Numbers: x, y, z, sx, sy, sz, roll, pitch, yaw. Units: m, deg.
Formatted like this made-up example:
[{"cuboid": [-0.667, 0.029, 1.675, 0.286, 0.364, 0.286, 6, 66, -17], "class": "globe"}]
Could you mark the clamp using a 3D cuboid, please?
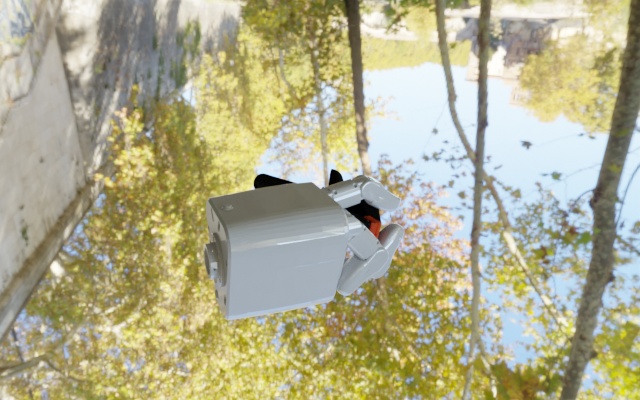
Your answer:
[{"cuboid": [0.000, 0.002, 0.532, 0.120, 0.039, 0.171, -8, 24, -22], "class": "clamp"}]
